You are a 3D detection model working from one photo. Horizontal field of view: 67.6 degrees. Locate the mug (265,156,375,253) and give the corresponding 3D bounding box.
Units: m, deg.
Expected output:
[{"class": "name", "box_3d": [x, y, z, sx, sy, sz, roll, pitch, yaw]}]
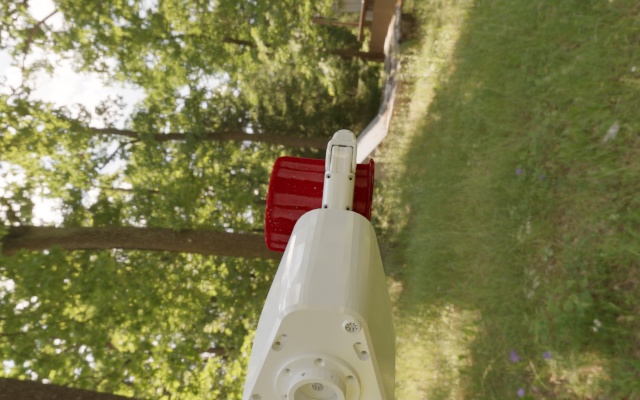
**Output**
[{"class": "mug", "box_3d": [0.000, 0.001, 0.416, 0.081, 0.093, 0.117, 6, 25, 2]}]
